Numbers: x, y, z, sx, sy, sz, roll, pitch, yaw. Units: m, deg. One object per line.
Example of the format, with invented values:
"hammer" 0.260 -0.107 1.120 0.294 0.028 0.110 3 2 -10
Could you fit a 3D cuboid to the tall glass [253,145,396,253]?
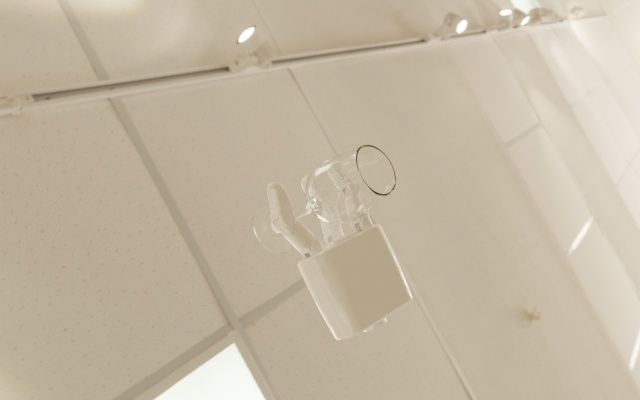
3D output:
"tall glass" 0.000 0.002 0.593 0.079 0.079 0.201 0 -22 -42
